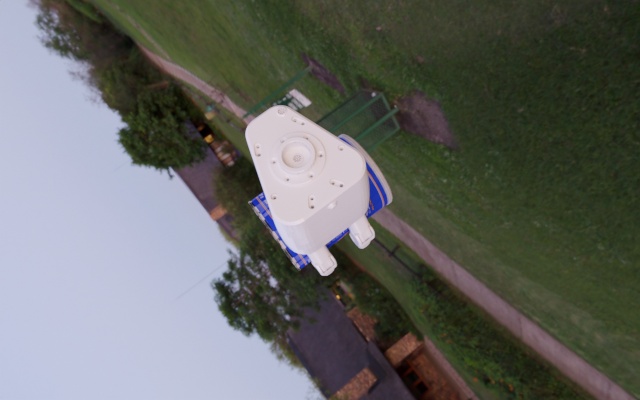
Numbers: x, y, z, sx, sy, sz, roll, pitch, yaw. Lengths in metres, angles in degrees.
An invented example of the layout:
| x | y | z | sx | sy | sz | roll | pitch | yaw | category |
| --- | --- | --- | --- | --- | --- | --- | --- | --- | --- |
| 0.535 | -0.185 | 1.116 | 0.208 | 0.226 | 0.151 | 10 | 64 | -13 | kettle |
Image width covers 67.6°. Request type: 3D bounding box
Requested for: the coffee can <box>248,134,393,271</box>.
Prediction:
| x | y | z | sx | sy | sz | roll | pitch | yaw | category |
| --- | --- | --- | --- | --- | --- | --- | --- | --- | --- |
| 0.000 | 0.002 | 0.575 | 0.140 | 0.103 | 0.103 | -36 | 5 | -7 | coffee can |
